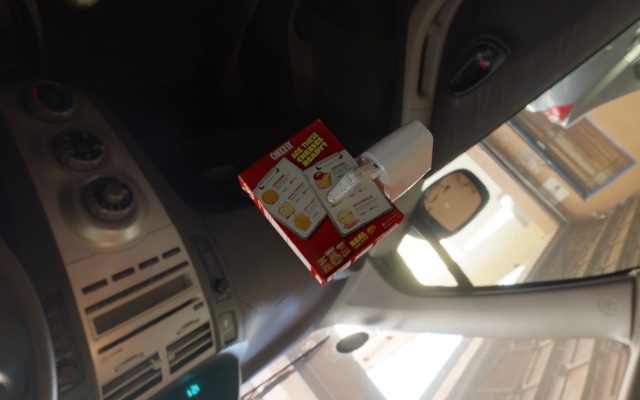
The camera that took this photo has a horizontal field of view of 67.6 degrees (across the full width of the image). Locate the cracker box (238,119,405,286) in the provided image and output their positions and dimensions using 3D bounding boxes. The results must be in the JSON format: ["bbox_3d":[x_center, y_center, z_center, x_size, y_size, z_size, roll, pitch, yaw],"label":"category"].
[{"bbox_3d":[0.000,0.003,0.763,0.164,0.213,0.072,-37,-14,-14],"label":"cracker box"}]
